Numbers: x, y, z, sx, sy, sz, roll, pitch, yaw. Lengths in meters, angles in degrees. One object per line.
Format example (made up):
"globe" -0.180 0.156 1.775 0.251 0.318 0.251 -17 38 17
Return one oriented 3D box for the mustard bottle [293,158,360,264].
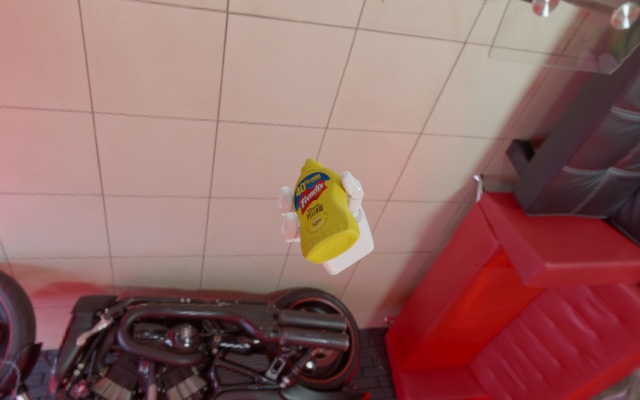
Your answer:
"mustard bottle" 0.000 0.003 0.788 0.096 0.191 0.058 -36 -44 24
